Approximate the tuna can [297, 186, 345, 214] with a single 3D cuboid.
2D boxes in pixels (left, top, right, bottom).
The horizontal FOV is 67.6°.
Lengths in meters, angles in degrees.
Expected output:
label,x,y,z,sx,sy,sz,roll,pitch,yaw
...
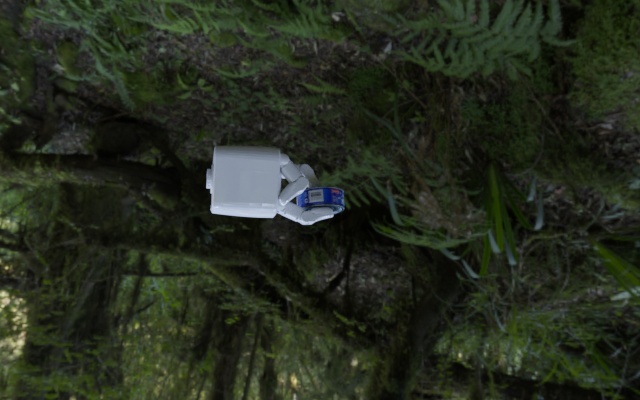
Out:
label,x,y,z,sx,sy,sz,roll,pitch,yaw
tuna can,0.000,0.003,0.851,0.086,0.033,0.086,-4,-15,-1
